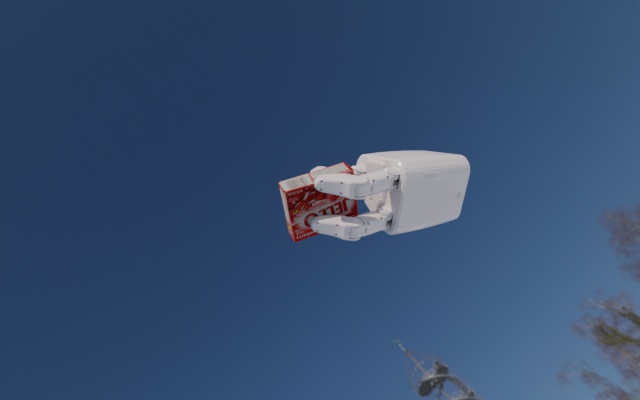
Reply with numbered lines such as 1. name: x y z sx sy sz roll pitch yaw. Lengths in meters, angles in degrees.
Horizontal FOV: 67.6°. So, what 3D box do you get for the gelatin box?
1. gelatin box: 0.000 0.002 0.578 0.089 0.073 0.030 -18 34 -14
